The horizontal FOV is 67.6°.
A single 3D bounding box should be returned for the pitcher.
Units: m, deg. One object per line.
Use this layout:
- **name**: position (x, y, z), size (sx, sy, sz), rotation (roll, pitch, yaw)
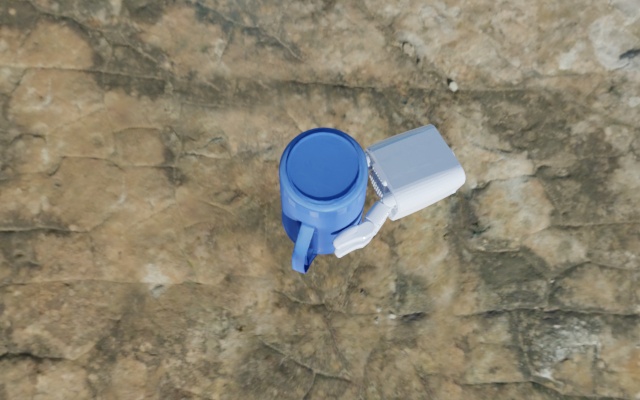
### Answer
- **pitcher**: position (0.000, 0.002, 0.675), size (0.145, 0.149, 0.243), rotation (-23, -14, -6)
